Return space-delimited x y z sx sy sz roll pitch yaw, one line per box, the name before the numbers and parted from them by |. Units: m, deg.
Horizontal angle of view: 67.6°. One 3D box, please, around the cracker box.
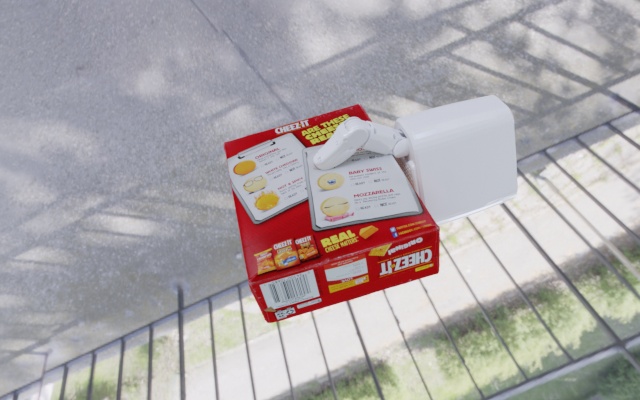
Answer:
cracker box | 0.000 0.002 0.480 0.164 0.072 0.213 -16 42 -5
